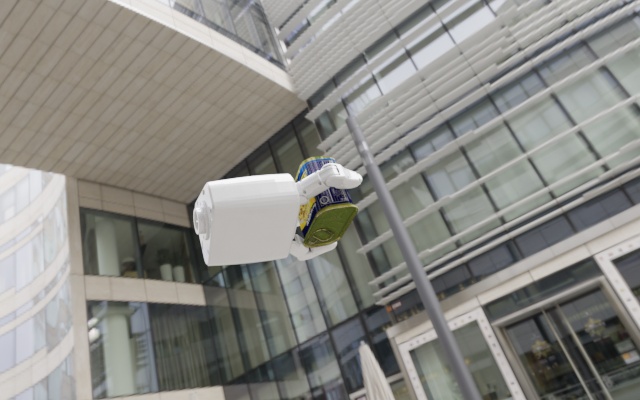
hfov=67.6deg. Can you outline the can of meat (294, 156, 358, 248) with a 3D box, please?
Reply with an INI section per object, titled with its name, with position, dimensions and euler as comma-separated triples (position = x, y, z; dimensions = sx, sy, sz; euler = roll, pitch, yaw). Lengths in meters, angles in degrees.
[can of meat]
position = 0.000, 0.002, 0.642
dimensions = 0.057, 0.084, 0.102
euler = -7, -31, -23
